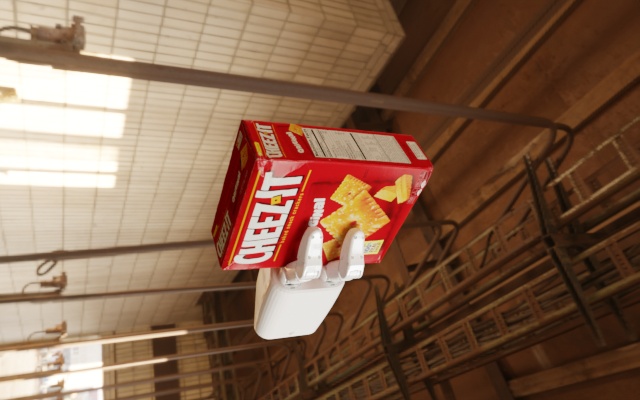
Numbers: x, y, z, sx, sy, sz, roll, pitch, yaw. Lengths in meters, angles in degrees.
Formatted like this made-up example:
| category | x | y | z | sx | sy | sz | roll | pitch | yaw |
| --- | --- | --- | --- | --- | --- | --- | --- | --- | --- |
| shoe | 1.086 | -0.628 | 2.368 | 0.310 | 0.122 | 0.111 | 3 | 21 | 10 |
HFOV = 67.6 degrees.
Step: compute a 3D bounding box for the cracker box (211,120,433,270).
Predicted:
| category | x | y | z | sx | sy | sz | roll | pitch | yaw |
| --- | --- | --- | --- | --- | --- | --- | --- | --- | --- |
| cracker box | 0.000 | 0.002 | 0.547 | 0.214 | 0.164 | 0.072 | 1 | 42 | -28 |
